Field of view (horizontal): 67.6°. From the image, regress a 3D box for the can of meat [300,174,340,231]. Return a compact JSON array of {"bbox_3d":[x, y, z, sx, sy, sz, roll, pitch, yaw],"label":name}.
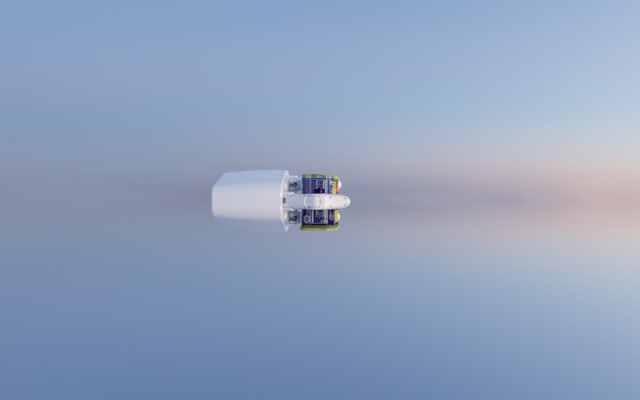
[{"bbox_3d":[0.000,0.002,0.749,0.057,0.084,0.102,0,0,6],"label":"can of meat"}]
